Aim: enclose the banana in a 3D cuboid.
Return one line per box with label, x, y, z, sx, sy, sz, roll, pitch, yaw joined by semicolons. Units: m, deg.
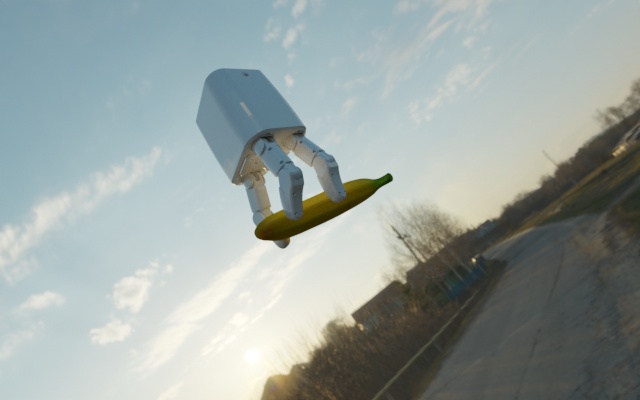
banana;-0.002;0.008;0.600;0.198;0.037;0.070;-25;-14;-26
